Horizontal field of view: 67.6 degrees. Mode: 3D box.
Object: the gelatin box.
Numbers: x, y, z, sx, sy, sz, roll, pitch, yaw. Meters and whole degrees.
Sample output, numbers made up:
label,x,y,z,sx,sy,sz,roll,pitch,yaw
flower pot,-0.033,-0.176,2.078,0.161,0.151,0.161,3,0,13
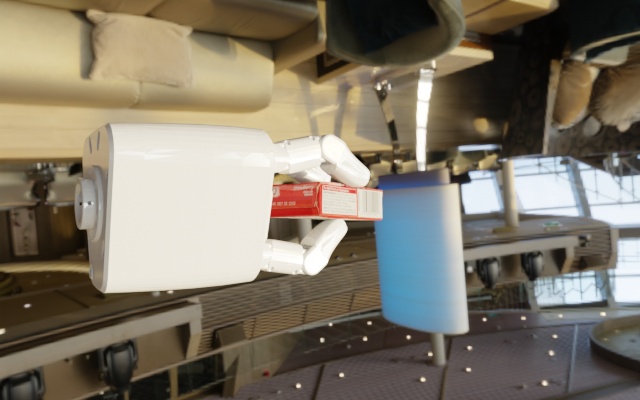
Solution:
label,x,y,z,sx,sy,sz,roll,pitch,yaw
gelatin box,0.000,0.002,0.417,0.073,0.030,0.089,-2,-5,41
